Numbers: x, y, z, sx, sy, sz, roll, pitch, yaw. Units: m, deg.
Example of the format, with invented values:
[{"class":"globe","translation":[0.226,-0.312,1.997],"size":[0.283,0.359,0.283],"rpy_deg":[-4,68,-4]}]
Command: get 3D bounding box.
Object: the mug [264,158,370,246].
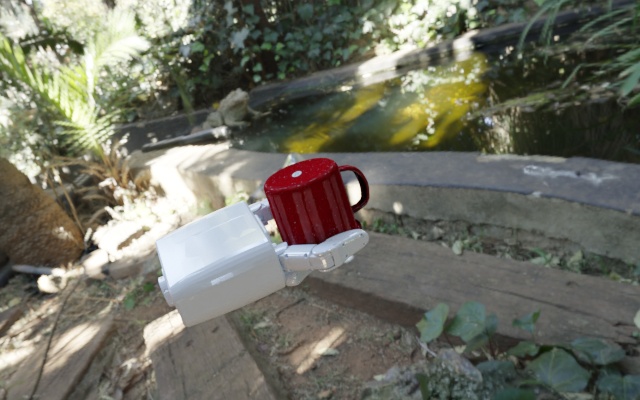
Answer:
[{"class":"mug","translation":[0.001,0.001,0.511],"size":[0.117,0.081,0.093],"rpy_deg":[-24,22,-15]}]
